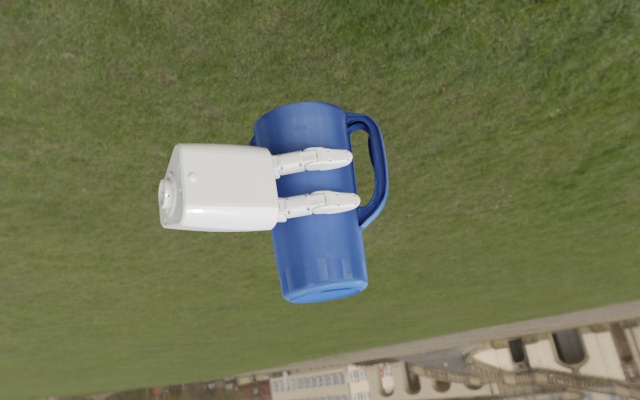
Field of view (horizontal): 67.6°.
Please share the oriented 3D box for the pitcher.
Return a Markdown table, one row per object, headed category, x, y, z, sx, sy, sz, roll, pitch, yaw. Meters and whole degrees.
| category | x | y | z | sx | sy | sz | roll | pitch | yaw |
| --- | --- | --- | --- | --- | --- | --- | --- | --- | --- |
| pitcher | 0.000 | 0.002 | 0.622 | 0.145 | 0.242 | 0.149 | 2 | -21 | -31 |
